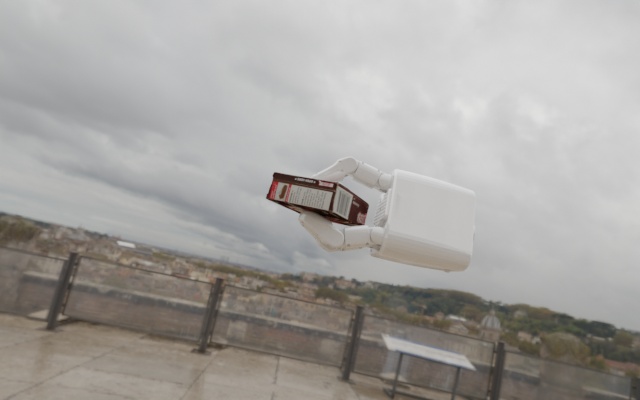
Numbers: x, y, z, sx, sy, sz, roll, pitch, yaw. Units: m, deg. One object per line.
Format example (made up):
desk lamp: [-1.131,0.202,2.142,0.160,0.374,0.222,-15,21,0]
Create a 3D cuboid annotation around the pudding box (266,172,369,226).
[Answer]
pudding box: [0.000,0.002,0.592,0.090,0.039,0.113,10,-11,26]
